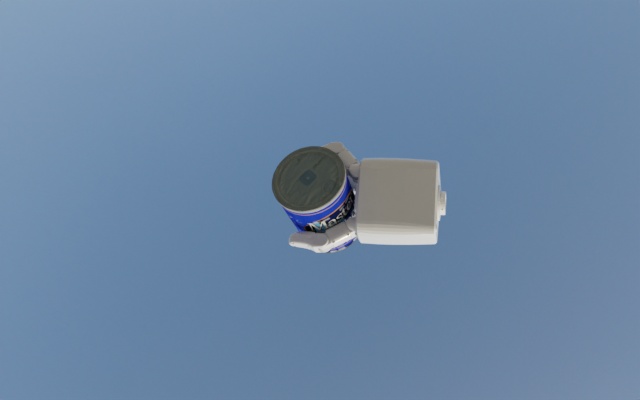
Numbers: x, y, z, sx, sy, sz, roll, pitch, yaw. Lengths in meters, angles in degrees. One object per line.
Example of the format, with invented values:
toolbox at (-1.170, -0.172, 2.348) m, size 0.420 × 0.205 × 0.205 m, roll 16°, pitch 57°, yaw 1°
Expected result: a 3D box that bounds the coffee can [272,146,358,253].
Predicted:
coffee can at (0.000, 0.002, 0.696) m, size 0.103 × 0.102 × 0.140 m, roll 0°, pitch -28°, yaw 16°
